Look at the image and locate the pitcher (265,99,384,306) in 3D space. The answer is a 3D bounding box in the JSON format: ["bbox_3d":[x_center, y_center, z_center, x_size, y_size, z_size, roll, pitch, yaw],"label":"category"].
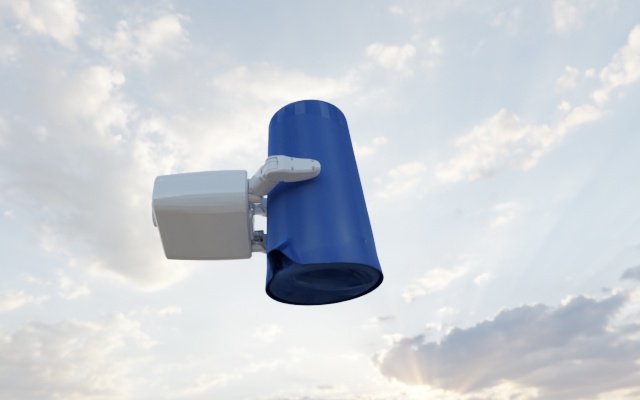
[{"bbox_3d":[0.000,0.002,0.595,0.145,0.242,0.149,-2,-31,-6],"label":"pitcher"}]
